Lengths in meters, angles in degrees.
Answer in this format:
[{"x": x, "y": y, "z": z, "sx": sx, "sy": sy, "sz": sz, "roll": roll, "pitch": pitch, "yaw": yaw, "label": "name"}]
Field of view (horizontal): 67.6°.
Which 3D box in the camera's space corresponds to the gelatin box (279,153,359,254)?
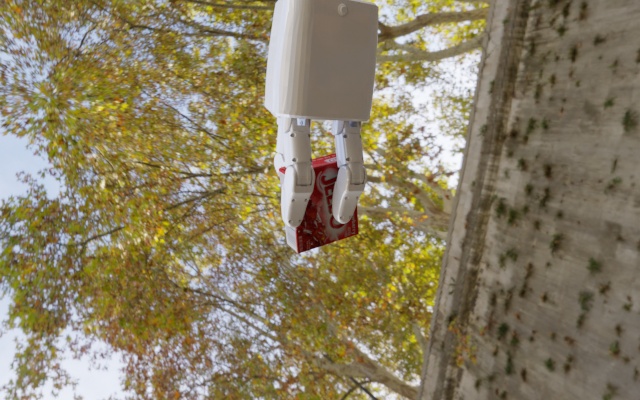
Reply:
[{"x": 0.000, "y": 0.002, "z": 0.485, "sx": 0.073, "sy": 0.089, "sz": 0.030, "roll": -16, "pitch": 27, "yaw": -24, "label": "gelatin box"}]
